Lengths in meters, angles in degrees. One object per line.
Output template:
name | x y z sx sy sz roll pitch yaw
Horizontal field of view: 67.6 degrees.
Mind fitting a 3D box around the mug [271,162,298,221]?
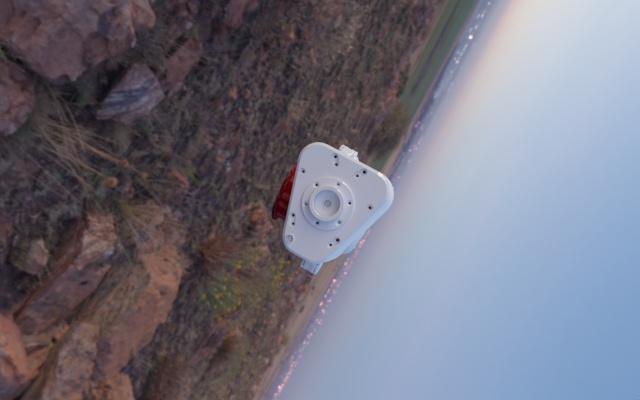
mug | 0.000 0.002 0.602 0.081 0.093 0.117 29 4 8
